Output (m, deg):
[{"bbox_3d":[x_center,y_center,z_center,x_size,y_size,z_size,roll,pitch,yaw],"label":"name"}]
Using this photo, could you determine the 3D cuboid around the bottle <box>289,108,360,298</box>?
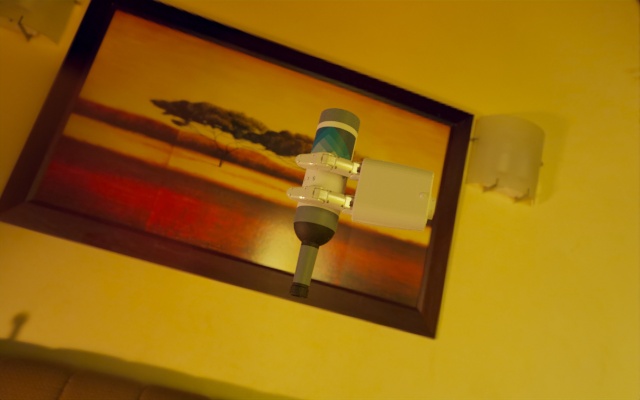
[{"bbox_3d":[0.000,0.002,0.736,0.069,0.295,0.069,12,-18,4],"label":"bottle"}]
